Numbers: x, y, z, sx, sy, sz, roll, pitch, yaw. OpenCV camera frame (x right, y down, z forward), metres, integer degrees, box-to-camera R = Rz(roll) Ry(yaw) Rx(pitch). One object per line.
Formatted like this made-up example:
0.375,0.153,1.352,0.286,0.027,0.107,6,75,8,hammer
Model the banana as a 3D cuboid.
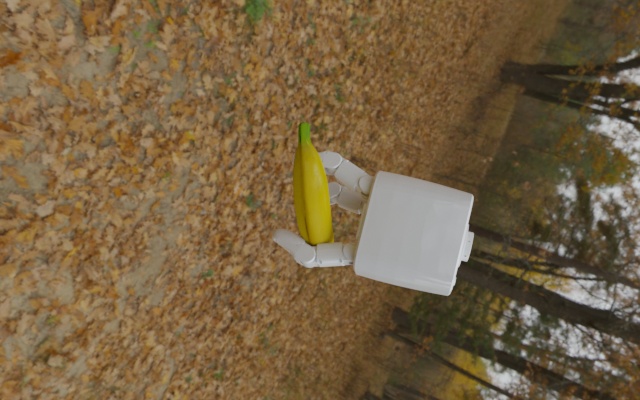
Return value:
-0.004,0.012,0.536,0.037,0.198,0.069,5,45,11,banana
